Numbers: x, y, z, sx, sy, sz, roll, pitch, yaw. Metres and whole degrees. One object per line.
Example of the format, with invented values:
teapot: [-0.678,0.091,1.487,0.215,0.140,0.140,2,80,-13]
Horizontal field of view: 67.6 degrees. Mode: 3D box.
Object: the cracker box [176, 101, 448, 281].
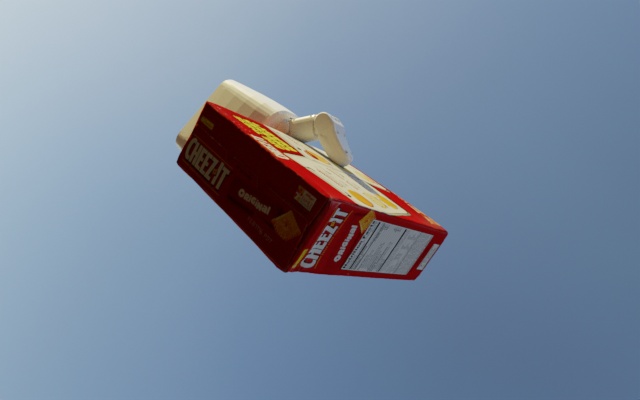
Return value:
cracker box: [0.000,0.001,0.446,0.164,0.072,0.214,39,14,35]
